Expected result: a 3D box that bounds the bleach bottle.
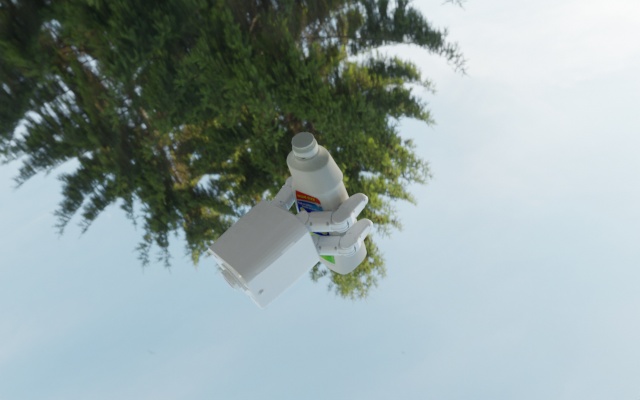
[{"bbox_3d":[0.000,0.002,0.677,0.068,0.251,0.102,-42,52,-19],"label":"bleach bottle"}]
